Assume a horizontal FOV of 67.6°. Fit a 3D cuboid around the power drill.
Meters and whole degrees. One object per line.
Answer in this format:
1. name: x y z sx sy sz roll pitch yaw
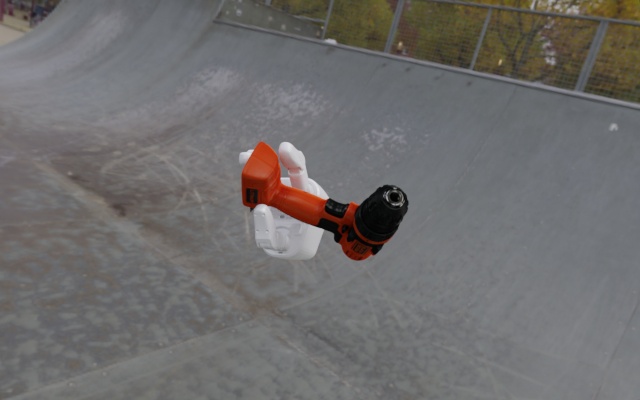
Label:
1. power drill: 0.000 0.002 0.565 0.187 0.057 0.184 26 -25 2
